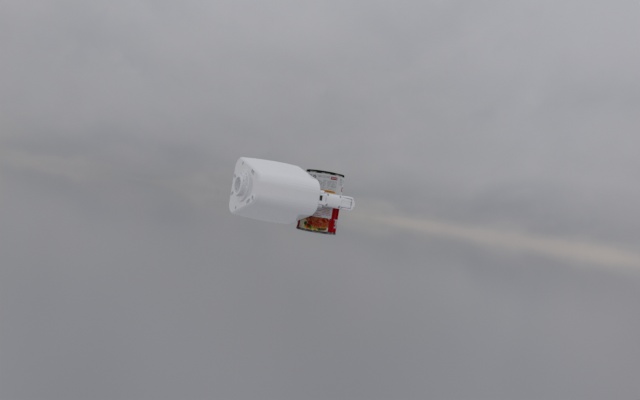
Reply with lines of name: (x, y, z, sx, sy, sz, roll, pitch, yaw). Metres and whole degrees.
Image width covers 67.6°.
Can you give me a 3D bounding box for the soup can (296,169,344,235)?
soup can: (0.001, 0.002, 0.806, 0.068, 0.102, 0.068, 9, -1, 0)
